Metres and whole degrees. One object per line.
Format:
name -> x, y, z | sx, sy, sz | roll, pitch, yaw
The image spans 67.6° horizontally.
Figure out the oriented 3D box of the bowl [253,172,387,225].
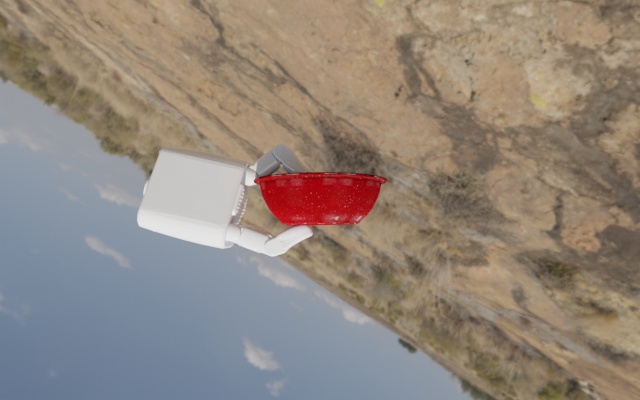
bowl -> 0.001, 0.002, 0.577 | 0.162, 0.055, 0.162 | -1, -4, 0
